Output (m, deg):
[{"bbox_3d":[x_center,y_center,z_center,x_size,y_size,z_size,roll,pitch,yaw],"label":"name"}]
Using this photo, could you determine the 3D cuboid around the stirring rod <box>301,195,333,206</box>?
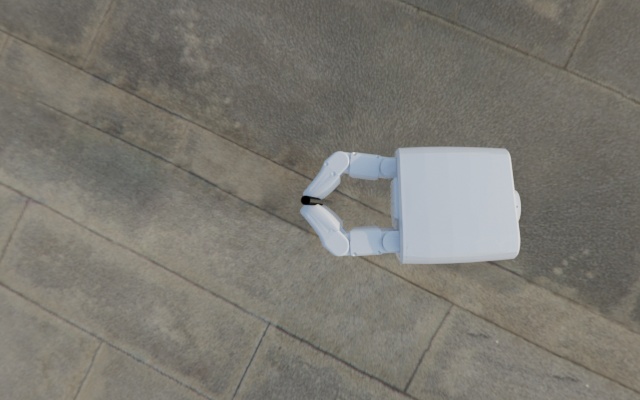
[{"bbox_3d":[0.000,0.002,0.505,0.011,0.011,0.239,0,-1,6],"label":"stirring rod"}]
